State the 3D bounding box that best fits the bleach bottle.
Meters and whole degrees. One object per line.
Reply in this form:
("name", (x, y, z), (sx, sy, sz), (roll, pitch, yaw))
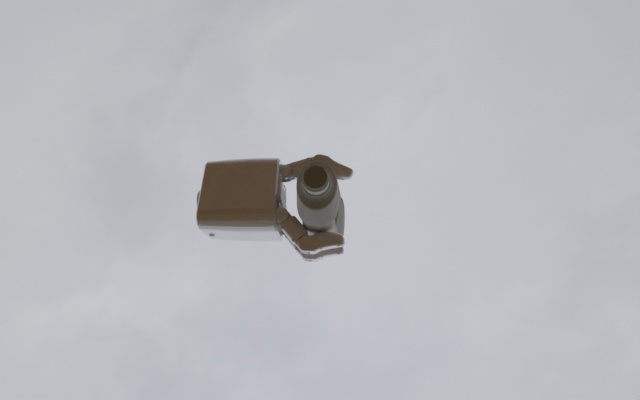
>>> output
("bleach bottle", (0.000, 0.002, 0.663), (0.068, 0.102, 0.251), (0, -17, 3))
